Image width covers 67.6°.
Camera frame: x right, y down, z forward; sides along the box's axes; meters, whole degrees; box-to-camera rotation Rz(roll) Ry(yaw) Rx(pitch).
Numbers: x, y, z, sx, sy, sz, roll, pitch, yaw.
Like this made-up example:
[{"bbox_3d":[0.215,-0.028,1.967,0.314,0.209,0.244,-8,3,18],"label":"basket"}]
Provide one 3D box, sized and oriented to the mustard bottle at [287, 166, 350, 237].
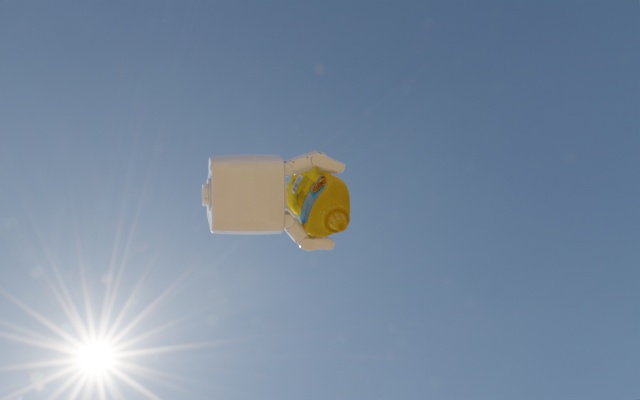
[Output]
[{"bbox_3d":[0.000,0.002,0.742,0.058,0.096,0.191,24,11,-24],"label":"mustard bottle"}]
